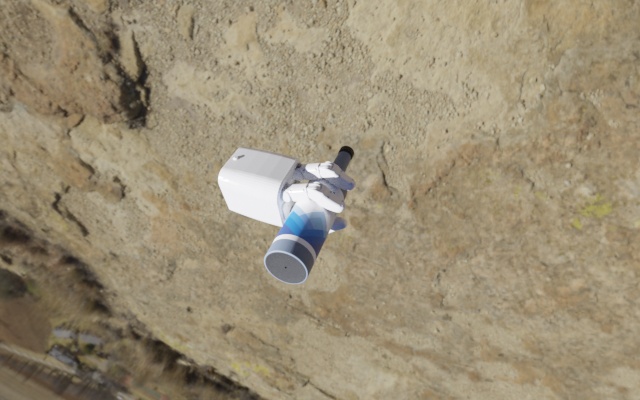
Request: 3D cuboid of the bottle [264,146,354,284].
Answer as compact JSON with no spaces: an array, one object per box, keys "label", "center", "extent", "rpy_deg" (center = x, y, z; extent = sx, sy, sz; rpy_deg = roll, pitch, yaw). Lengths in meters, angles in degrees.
[{"label":"bottle","center":[0.000,0.003,0.767],"extent":[0.069,0.069,0.295],"rpy_deg":[0,38,25]}]
